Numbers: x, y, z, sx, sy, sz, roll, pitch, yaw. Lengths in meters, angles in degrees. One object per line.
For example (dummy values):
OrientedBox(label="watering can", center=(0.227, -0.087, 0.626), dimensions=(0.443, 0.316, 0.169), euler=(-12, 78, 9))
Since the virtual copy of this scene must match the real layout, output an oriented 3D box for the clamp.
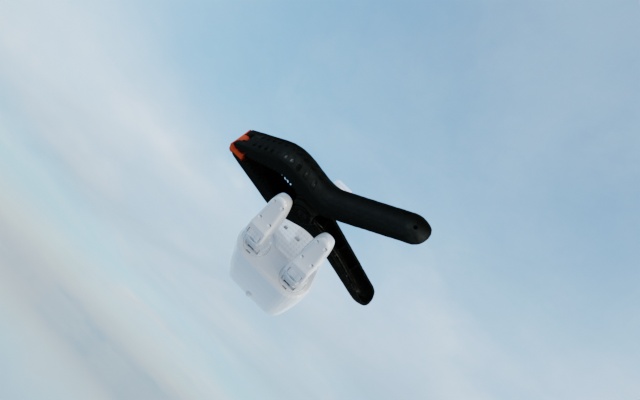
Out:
OrientedBox(label="clamp", center=(0.000, 0.001, 0.448), dimensions=(0.036, 0.210, 0.165), euler=(-42, -7, -32))
